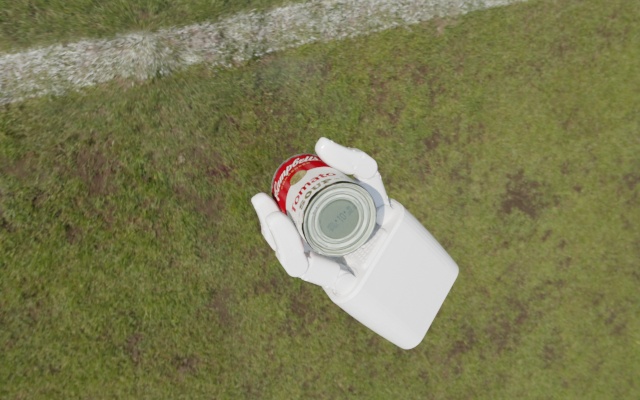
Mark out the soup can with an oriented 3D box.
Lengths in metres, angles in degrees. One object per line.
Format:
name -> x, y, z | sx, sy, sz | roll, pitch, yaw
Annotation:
soup can -> 0.000, 0.001, 0.433 | 0.068, 0.068, 0.102 | 0, 18, -20
